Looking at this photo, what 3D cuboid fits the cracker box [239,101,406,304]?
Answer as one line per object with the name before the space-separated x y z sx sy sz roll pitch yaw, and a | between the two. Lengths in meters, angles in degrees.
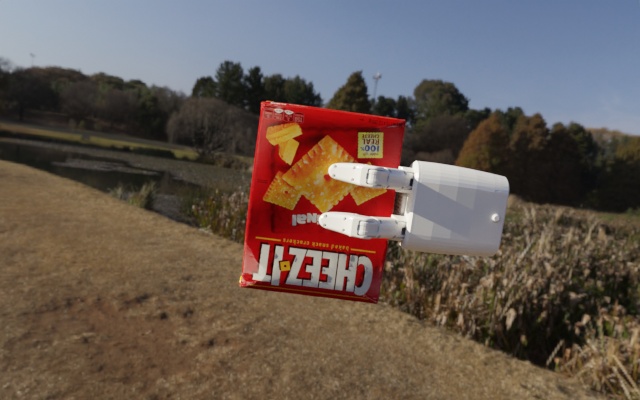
cracker box | 0.000 0.002 0.559 0.164 0.214 0.072 8 6 -2
